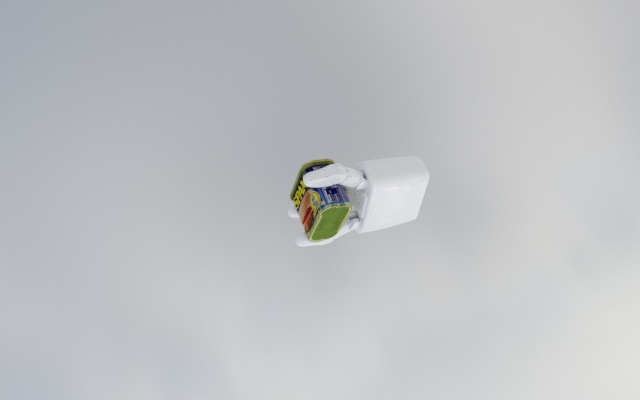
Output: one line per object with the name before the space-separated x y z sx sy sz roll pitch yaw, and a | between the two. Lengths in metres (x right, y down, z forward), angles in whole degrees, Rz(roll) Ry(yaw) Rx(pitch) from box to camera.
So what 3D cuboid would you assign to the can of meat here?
can of meat | 0.000 0.003 0.717 0.057 0.084 0.102 -8 -32 -25
